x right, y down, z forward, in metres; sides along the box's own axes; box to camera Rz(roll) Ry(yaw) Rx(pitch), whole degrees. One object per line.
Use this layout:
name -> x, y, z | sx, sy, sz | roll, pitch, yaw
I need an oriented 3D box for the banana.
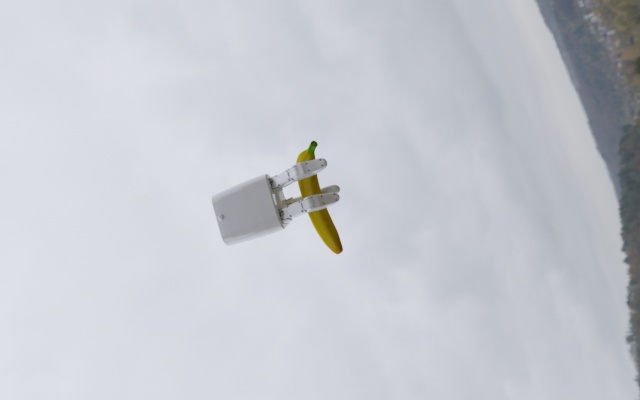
banana -> -0.007, -0.002, 0.822 | 0.037, 0.198, 0.069 | -19, 11, -18
